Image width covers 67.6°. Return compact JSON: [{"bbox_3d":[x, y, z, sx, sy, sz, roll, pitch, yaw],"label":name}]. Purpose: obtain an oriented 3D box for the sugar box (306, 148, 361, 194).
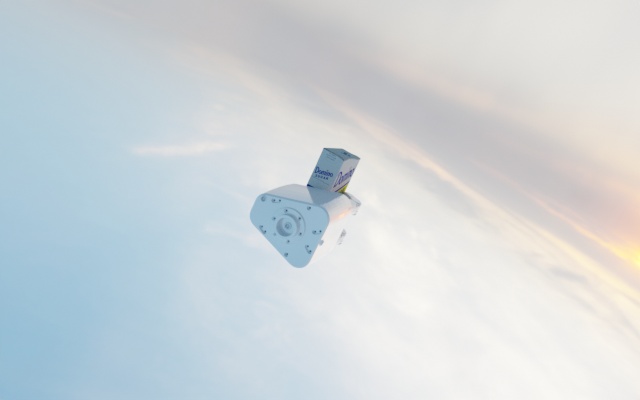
[{"bbox_3d":[0.000,0.003,0.766,0.048,0.176,0.093,31,15,15],"label":"sugar box"}]
